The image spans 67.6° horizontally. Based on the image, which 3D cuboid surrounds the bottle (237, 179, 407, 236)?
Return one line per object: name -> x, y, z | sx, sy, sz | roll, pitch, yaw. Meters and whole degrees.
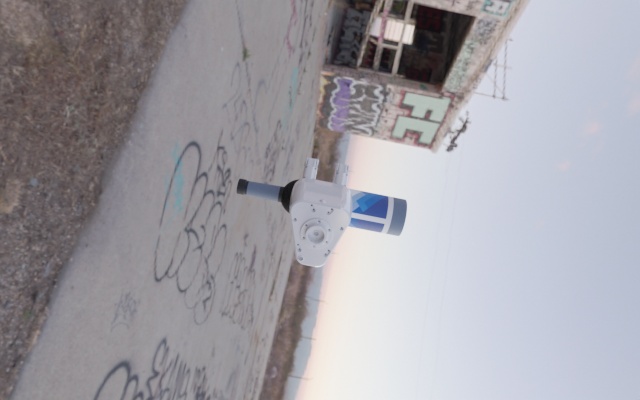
bottle -> 0.000, 0.003, 0.841 | 0.296, 0.069, 0.069 | 11, 0, -2
